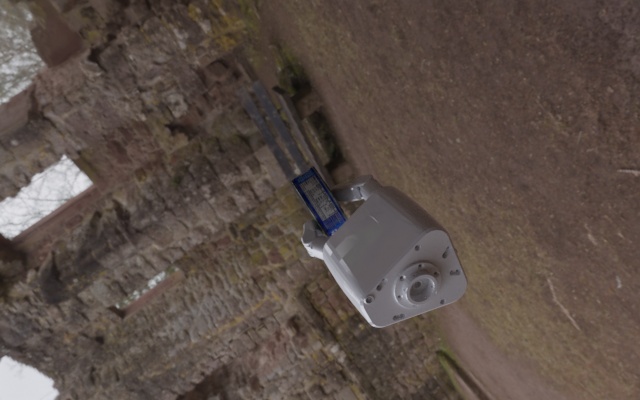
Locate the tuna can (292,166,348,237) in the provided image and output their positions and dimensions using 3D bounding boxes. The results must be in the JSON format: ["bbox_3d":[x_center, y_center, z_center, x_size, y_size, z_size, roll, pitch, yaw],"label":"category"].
[{"bbox_3d":[0.000,0.002,0.591,0.034,0.086,0.086,-33,0,-1],"label":"tuna can"}]
